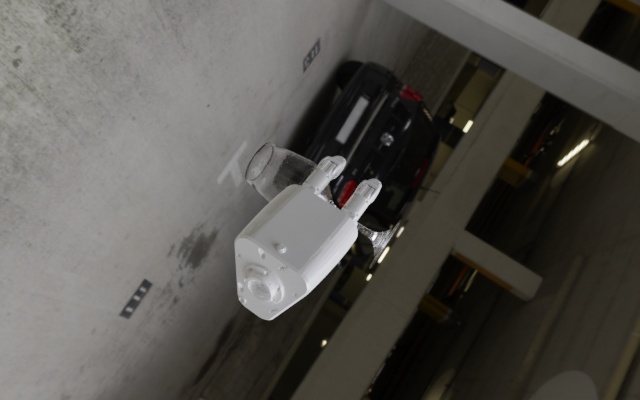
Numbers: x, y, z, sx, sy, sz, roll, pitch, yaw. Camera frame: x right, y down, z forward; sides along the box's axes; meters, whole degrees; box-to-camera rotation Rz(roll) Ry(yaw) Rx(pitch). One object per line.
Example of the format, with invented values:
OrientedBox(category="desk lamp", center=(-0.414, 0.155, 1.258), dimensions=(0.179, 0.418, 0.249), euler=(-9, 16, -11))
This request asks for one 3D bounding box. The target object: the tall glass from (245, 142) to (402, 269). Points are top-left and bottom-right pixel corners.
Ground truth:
OrientedBox(category="tall glass", center=(0.001, 0.002, 0.616), dimensions=(0.201, 0.079, 0.079), euler=(33, 7, 10))
